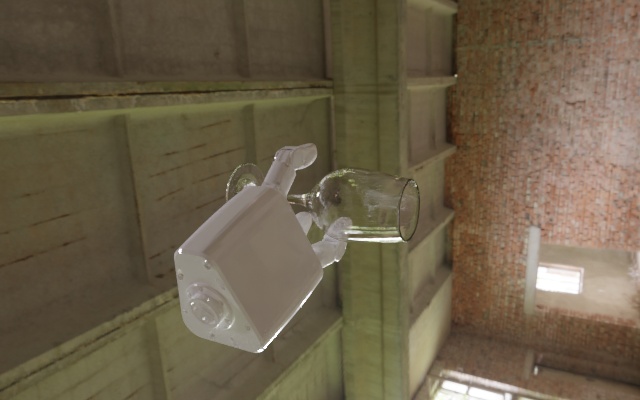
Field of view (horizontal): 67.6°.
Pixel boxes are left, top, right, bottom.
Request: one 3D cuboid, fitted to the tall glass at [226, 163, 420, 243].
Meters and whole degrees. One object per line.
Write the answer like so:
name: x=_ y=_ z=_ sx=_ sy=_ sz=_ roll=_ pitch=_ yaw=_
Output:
tall glass: x=0.000 y=0.001 z=0.511 sx=0.201 sy=0.079 sz=0.079 roll=5 pitch=2 yaw=29
